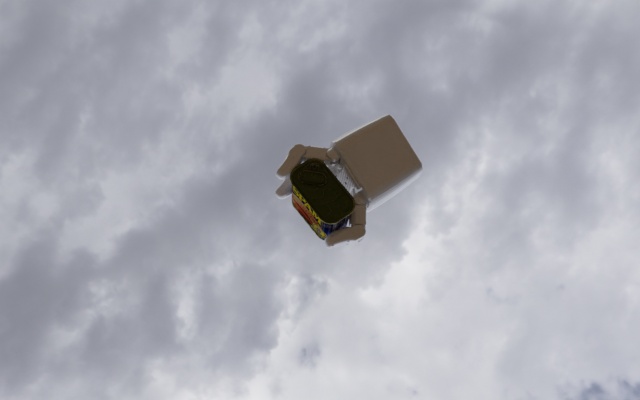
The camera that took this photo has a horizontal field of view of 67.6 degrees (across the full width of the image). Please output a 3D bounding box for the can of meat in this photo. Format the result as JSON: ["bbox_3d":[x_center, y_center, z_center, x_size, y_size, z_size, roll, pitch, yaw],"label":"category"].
[{"bbox_3d":[0.000,0.003,0.700,0.057,0.102,0.084,-34,-18,-17],"label":"can of meat"}]
